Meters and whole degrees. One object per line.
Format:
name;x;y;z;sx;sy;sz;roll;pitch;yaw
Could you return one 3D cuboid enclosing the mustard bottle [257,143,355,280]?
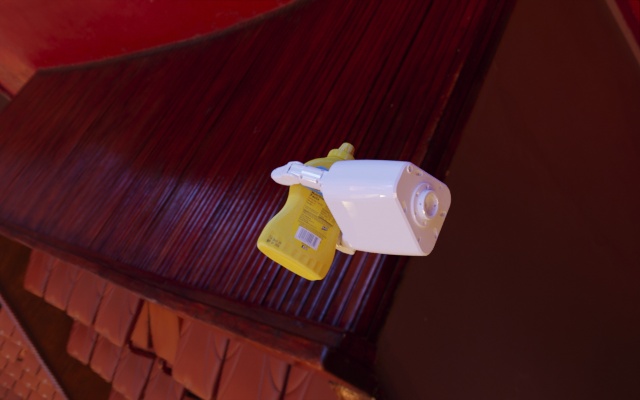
mustard bottle;0.000;0.002;0.638;0.096;0.191;0.058;33;-22;-14
